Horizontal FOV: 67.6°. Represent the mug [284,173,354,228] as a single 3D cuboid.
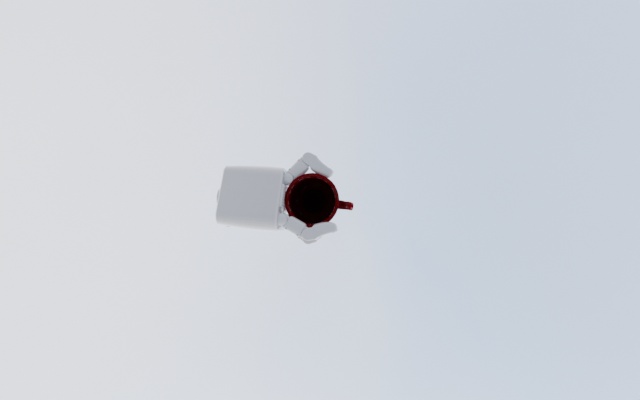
[{"bbox_3d":[0.002,0.003,0.843,0.117,0.093,0.081,5,-2,5],"label":"mug"}]
